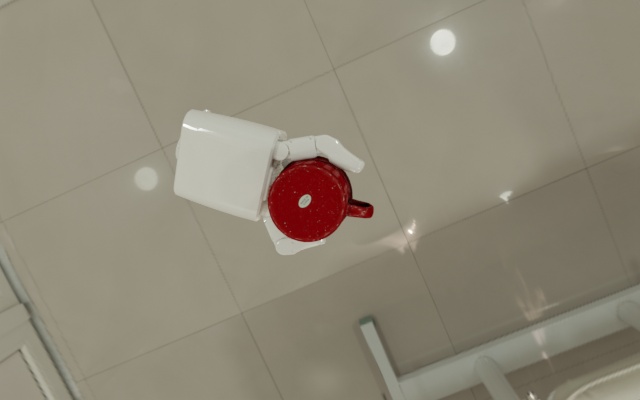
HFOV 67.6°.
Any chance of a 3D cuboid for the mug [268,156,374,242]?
[{"bbox_3d":[0.001,0.002,0.518,0.117,0.093,0.081,14,8,2],"label":"mug"}]
